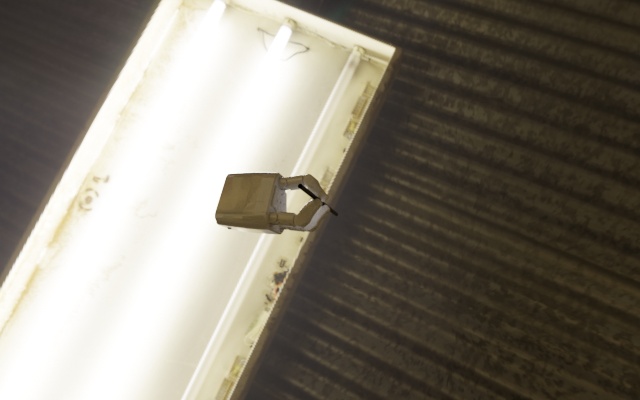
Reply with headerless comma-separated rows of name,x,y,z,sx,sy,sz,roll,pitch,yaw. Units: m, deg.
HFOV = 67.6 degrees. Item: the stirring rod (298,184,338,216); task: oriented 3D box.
stirring rod,0.000,0.003,0.866,0.011,0.011,0.239,0,-12,16
